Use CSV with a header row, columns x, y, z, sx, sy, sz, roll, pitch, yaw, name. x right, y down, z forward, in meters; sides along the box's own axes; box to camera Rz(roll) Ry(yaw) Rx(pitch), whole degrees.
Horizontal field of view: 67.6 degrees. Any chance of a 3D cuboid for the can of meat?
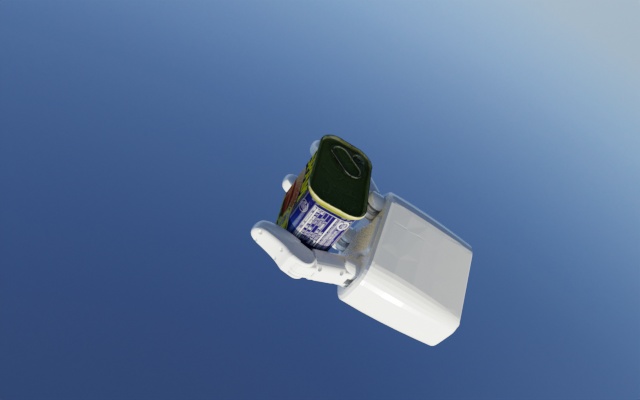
x,y,z,sx,sy,sz,roll,pitch,yaw,name
0.000,0.002,0.449,0.057,0.084,0.102,29,38,-12,can of meat
